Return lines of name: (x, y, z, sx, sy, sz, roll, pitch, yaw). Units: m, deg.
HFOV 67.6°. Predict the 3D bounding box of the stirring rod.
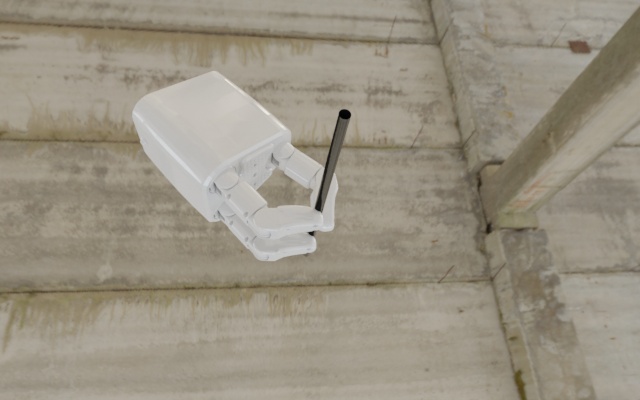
stirring rod: (0.000, 0.001, 0.401, 0.011, 0.011, 0.240, 0, -27, -8)
